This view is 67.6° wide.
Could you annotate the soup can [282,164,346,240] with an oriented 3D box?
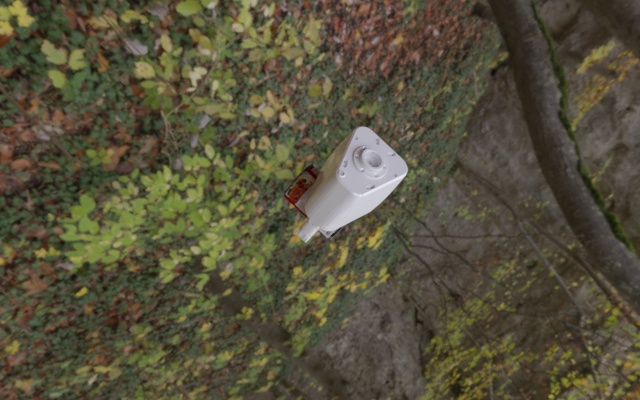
[{"bbox_3d":[0.000,0.003,0.741,0.102,0.068,0.068,43,2,2],"label":"soup can"}]
